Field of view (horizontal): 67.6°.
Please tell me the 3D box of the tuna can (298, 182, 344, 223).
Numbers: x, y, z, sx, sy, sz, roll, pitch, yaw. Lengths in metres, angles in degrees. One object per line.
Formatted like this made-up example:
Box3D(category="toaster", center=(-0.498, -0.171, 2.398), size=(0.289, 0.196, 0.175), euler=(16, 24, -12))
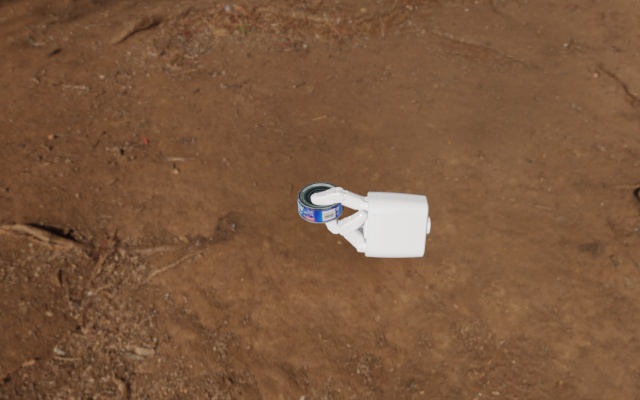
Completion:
Box3D(category="tuna can", center=(0.000, 0.002, 0.887), size=(0.086, 0.034, 0.086), euler=(-2, 38, 2))
